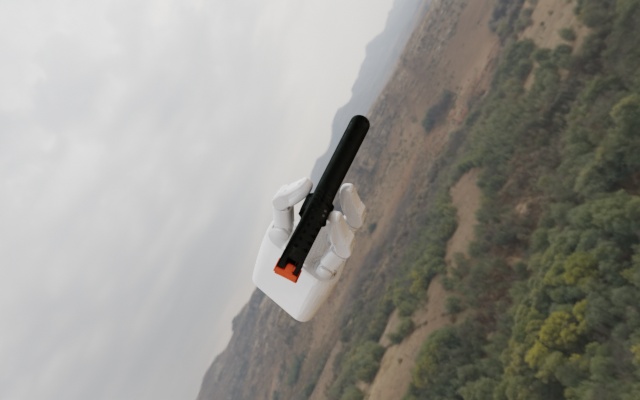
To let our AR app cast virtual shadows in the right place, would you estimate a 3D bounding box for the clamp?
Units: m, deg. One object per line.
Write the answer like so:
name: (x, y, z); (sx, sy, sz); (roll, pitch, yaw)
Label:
clamp: (-0.001, 0.002, 0.566); (0.036, 0.165, 0.209); (26, 43, 0)
